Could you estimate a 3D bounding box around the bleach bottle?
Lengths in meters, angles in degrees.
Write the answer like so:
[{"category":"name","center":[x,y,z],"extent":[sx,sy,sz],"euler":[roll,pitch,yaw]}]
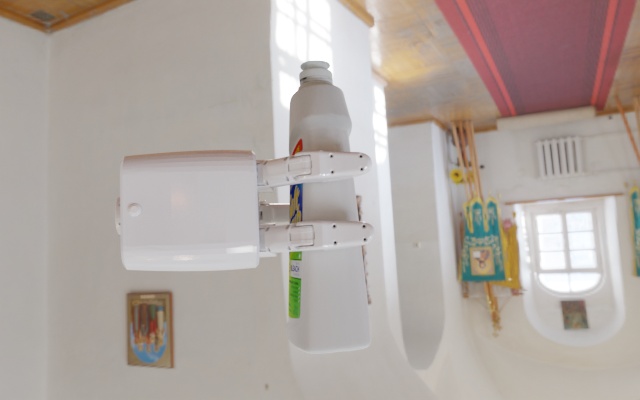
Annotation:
[{"category":"bleach bottle","center":[0.000,0.001,0.434],"extent":[0.068,0.251,0.102],"euler":[-2,-7,-13]}]
